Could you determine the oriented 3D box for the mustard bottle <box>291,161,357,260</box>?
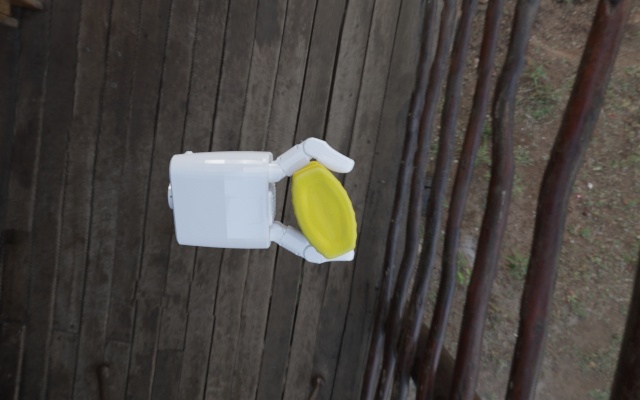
[{"bbox_3d":[0.000,0.002,0.566,0.058,0.096,0.191,-24,7,1],"label":"mustard bottle"}]
